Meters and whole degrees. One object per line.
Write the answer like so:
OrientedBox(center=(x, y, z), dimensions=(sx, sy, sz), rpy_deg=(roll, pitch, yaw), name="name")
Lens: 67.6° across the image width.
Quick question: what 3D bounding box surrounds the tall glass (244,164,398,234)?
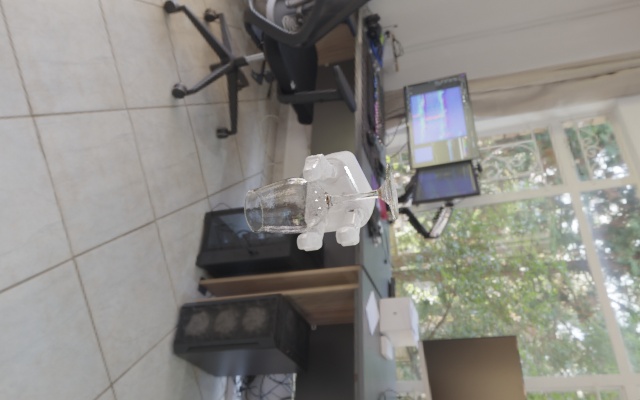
OrientedBox(center=(0.001, 0.002, 0.650), dimensions=(0.201, 0.079, 0.079), rpy_deg=(-8, -2, 16), name="tall glass")
